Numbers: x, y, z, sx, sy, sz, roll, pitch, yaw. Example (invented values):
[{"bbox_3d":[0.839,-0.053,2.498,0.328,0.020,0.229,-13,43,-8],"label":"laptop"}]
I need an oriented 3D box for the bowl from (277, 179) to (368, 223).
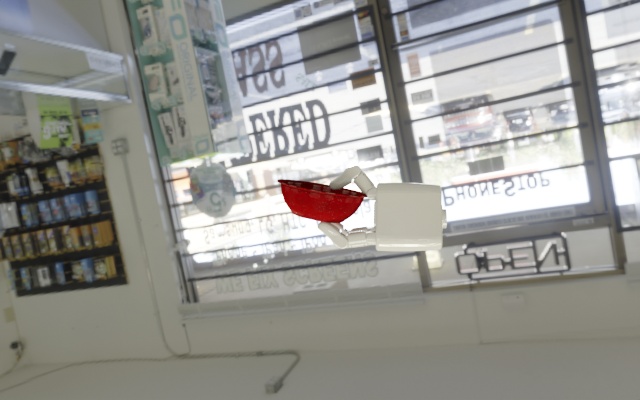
[{"bbox_3d":[-0.001,0.003,0.830,0.162,0.055,0.162,10,6,-1],"label":"bowl"}]
